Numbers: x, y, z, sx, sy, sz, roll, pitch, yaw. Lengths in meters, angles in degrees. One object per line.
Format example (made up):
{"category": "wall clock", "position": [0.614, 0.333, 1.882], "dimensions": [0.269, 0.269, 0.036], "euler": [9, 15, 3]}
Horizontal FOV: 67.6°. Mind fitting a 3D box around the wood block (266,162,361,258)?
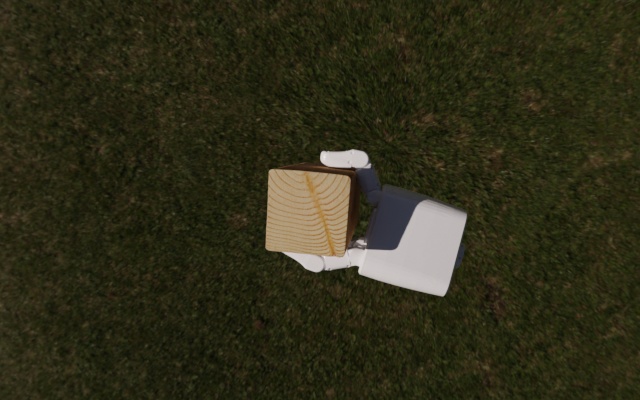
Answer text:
{"category": "wood block", "position": [0.000, 0.002, 0.609], "dimensions": [0.090, 0.091, 0.206], "euler": [5, 7, 7]}
